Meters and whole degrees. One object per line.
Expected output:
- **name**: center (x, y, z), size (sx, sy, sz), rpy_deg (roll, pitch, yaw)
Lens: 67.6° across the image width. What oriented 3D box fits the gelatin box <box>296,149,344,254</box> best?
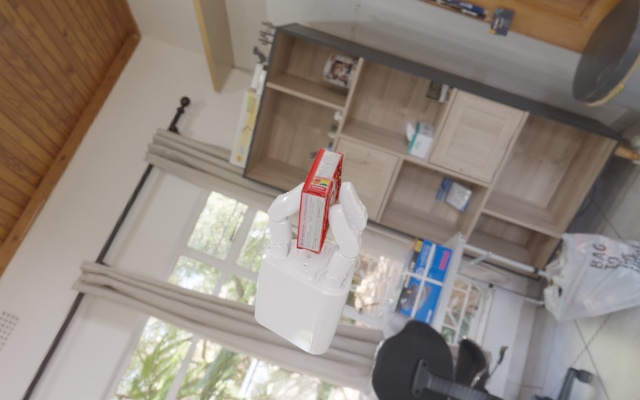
- **gelatin box**: center (0.000, 0.001, 0.515), size (0.030, 0.089, 0.073), rpy_deg (14, 43, 8)
